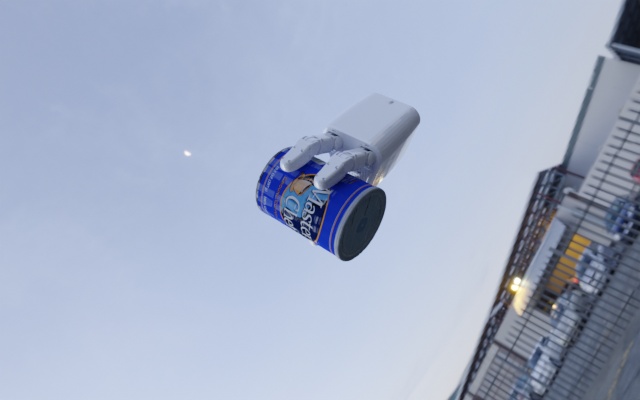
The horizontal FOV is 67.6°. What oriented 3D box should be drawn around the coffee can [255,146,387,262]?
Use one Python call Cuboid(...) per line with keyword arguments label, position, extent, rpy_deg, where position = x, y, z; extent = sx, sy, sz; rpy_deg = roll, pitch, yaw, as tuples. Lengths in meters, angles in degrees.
Cuboid(label="coffee can", position=(0.000, 0.002, 0.627), extent=(0.140, 0.103, 0.103), rpy_deg=(29, 15, 29))
